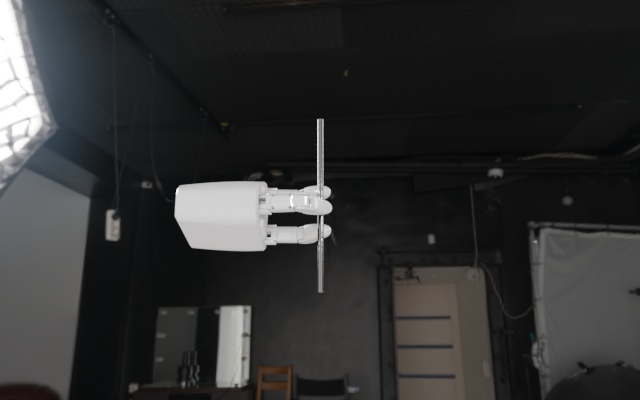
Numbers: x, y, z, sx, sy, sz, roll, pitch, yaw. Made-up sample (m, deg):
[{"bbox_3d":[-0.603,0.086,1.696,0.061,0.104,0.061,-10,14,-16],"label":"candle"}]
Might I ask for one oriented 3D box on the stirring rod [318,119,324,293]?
[{"bbox_3d":[0.000,0.002,0.645,0.011,0.239,0.011,0,-15,0],"label":"stirring rod"}]
